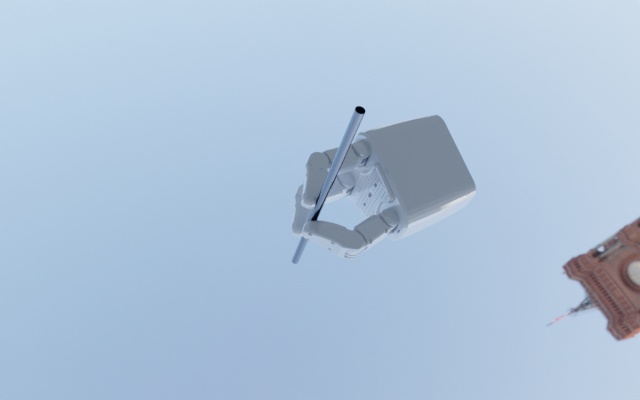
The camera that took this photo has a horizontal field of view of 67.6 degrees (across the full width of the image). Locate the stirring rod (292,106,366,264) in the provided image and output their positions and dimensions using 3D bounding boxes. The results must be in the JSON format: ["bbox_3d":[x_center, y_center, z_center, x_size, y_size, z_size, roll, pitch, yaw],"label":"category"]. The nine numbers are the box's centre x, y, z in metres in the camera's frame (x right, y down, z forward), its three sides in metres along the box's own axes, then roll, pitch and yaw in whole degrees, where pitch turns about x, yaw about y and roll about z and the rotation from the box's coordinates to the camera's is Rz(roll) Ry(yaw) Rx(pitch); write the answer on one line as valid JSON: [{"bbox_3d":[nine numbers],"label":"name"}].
[{"bbox_3d":[0.000,0.001,0.437,0.011,0.011,0.240,0,-33,-16],"label":"stirring rod"}]
